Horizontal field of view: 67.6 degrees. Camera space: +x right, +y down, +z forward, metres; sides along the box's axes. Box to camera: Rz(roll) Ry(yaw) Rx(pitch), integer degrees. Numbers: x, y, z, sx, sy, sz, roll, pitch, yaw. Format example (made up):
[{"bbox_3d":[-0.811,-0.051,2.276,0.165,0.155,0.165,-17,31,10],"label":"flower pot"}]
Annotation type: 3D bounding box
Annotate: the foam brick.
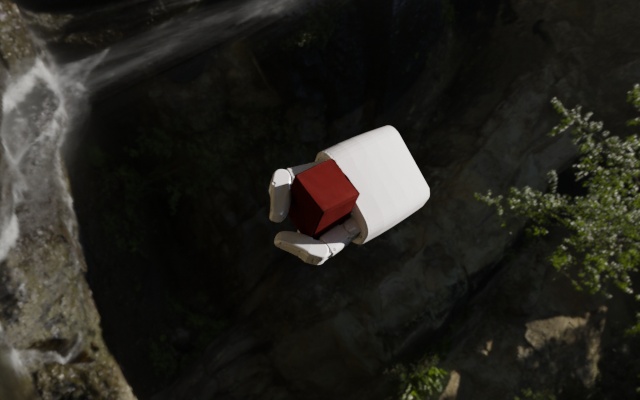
[{"bbox_3d":[0.000,0.002,0.524,0.051,0.053,0.078,-26,-21,-25],"label":"foam brick"}]
